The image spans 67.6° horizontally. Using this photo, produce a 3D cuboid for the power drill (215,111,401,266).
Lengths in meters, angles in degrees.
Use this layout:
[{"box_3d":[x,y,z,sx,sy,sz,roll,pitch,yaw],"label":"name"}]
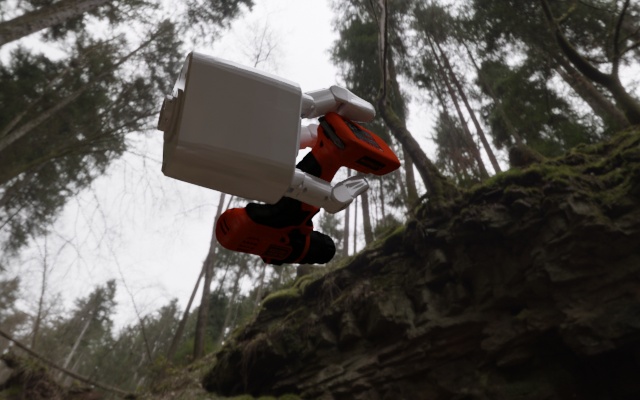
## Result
[{"box_3d":[0.000,0.001,0.540,0.184,0.188,0.057,18,30,-50],"label":"power drill"}]
